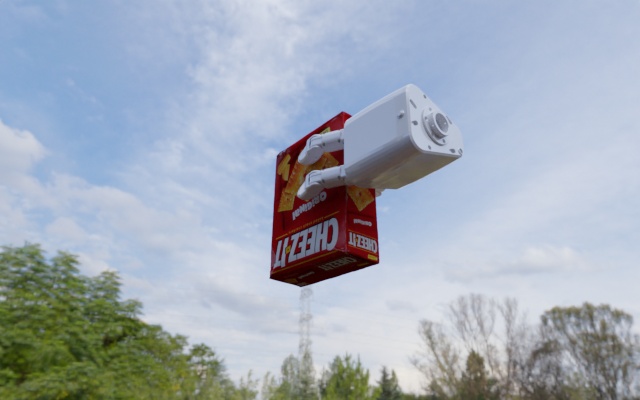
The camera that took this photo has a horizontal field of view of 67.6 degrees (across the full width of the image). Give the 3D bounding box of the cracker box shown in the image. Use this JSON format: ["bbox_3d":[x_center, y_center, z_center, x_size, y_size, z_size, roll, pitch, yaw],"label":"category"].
[{"bbox_3d":[0.000,0.002,0.696,0.072,0.213,0.164,21,-32,-36],"label":"cracker box"}]
